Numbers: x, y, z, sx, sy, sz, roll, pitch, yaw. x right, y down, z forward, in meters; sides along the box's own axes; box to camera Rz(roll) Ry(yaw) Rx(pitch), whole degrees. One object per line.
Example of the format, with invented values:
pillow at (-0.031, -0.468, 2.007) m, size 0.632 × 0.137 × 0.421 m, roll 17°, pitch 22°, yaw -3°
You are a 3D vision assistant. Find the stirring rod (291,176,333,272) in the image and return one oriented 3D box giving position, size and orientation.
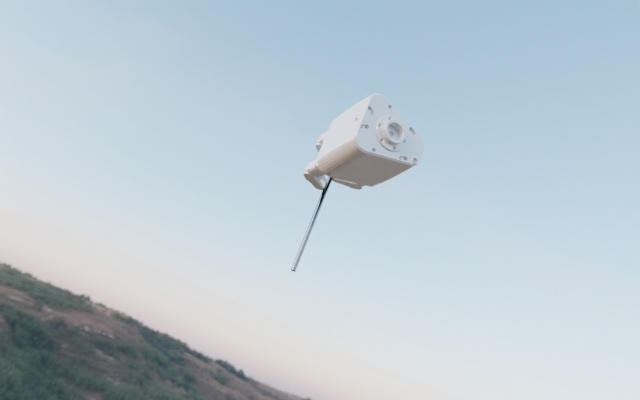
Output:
stirring rod at (0.000, 0.003, 0.764) m, size 0.011 × 0.239 × 0.011 m, roll 19°, pitch -22°, yaw 8°
